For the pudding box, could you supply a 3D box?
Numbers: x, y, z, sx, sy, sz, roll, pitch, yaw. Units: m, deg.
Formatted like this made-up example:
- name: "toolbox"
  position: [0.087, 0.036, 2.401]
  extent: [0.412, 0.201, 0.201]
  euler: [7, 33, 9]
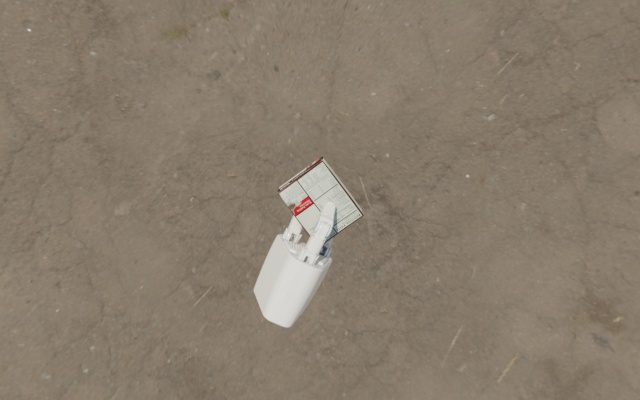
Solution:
- name: "pudding box"
  position: [0.000, 0.003, 0.745]
  extent: [0.090, 0.113, 0.039]
  euler: [-36, 12, 6]
